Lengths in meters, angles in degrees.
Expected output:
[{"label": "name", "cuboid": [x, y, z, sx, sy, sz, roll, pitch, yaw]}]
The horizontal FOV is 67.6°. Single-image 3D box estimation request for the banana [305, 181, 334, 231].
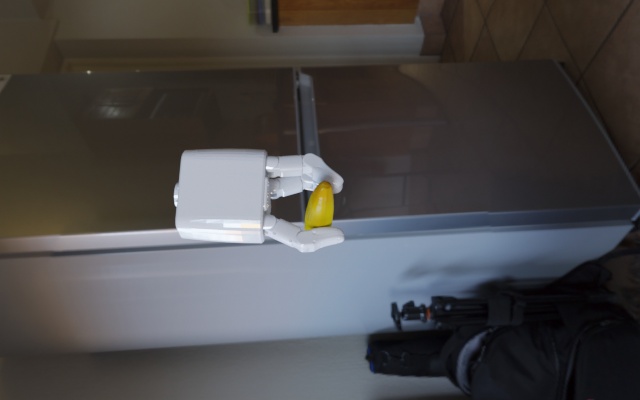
[{"label": "banana", "cuboid": [-0.002, 0.021, 0.647, 0.037, 0.069, 0.198, 6, -6, 1]}]
